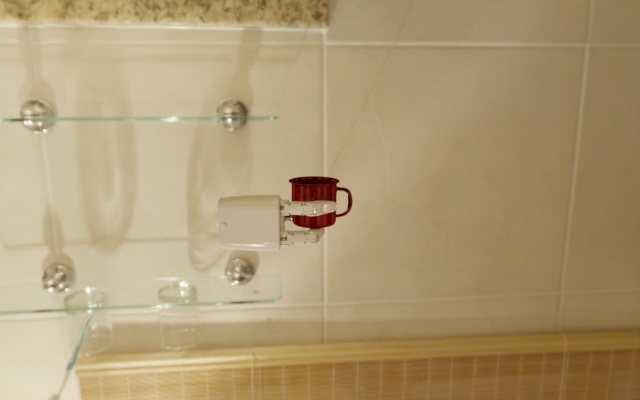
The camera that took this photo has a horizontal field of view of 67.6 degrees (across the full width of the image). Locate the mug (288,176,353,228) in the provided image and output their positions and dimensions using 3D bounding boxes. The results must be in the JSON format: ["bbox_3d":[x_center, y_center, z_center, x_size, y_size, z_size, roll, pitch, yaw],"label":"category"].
[{"bbox_3d":[0.002,0.003,0.872,0.117,0.081,0.093,1,12,2],"label":"mug"}]
